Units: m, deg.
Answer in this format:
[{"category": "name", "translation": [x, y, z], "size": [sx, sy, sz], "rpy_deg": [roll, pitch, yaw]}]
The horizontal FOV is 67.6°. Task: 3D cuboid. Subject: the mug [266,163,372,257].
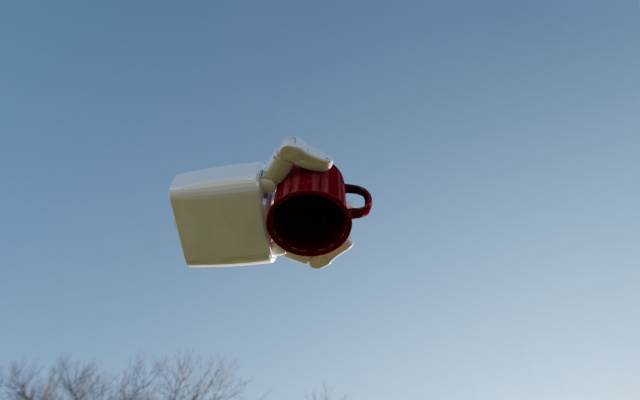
[{"category": "mug", "translation": [0.002, 0.001, 0.545], "size": [0.117, 0.093, 0.081], "rpy_deg": [-6, 36, 5]}]
